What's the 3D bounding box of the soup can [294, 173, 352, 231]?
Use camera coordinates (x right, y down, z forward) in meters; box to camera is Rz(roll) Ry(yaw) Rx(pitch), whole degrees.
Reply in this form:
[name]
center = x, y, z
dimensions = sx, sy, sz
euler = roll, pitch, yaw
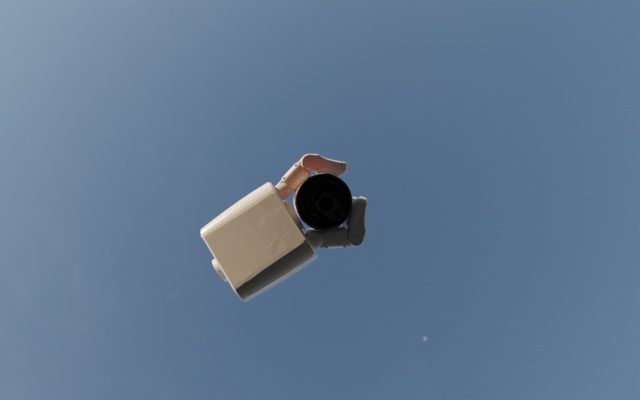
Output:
[soup can]
center = 0.000, 0.002, 0.612
dimensions = 0.068, 0.068, 0.102
euler = 0, 0, -5
